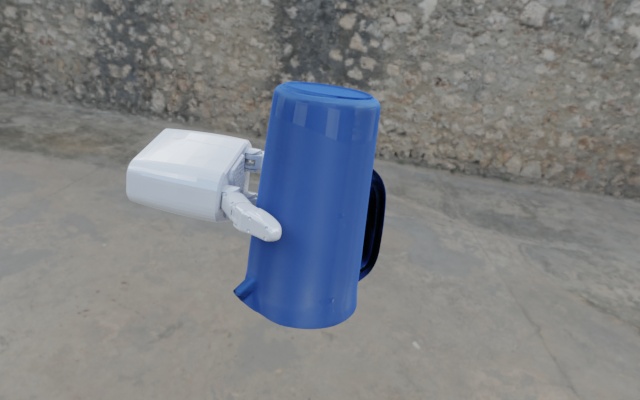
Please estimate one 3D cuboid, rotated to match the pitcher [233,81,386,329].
[{"bbox_3d":[0.000,0.002,0.520,0.145,0.243,0.149,12,20,8],"label":"pitcher"}]
